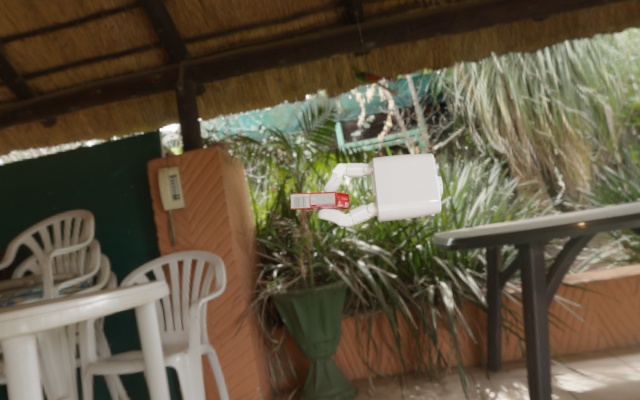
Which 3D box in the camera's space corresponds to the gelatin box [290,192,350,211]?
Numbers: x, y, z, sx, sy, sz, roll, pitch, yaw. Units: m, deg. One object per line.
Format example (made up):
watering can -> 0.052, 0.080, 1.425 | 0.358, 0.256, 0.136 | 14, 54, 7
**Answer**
gelatin box -> 0.000, 0.002, 0.853 | 0.089, 0.030, 0.073 | -2, -4, 20
